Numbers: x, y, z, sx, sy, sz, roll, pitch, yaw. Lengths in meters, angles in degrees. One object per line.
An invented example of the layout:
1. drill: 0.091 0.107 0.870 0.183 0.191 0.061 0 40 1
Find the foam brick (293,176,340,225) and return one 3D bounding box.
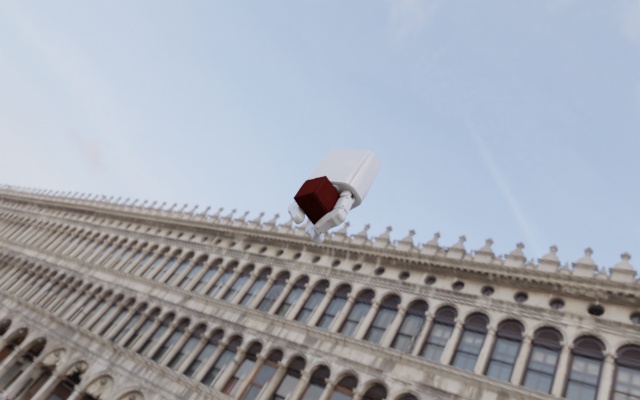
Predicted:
1. foam brick: 0.000 0.003 0.855 0.053 0.078 0.051 -11 35 42
